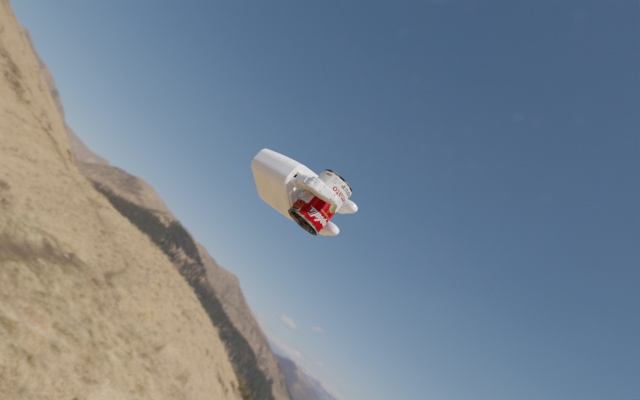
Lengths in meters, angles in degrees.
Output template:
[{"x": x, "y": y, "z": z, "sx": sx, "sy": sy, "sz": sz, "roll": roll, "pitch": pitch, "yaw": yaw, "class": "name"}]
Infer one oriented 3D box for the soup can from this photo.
[{"x": 0.001, "y": 0.003, "z": 0.853, "sx": 0.068, "sy": 0.102, "sz": 0.068, "roll": 38, "pitch": -16, "yaw": 13, "class": "soup can"}]
